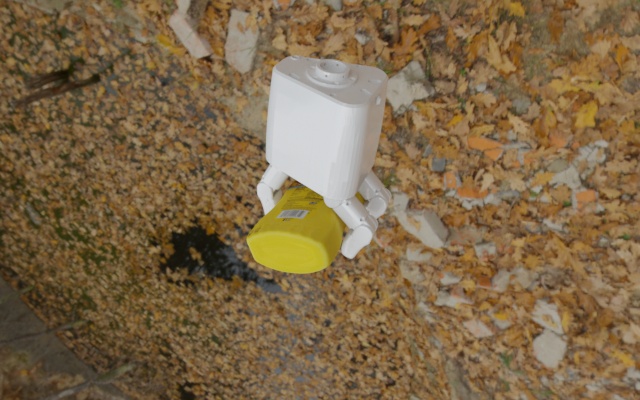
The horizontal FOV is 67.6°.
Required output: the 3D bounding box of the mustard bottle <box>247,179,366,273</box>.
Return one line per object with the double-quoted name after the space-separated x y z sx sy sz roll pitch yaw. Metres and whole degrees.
0.000 0.002 0.558 0.096 0.058 0.191 -1 34 28 "mustard bottle"
